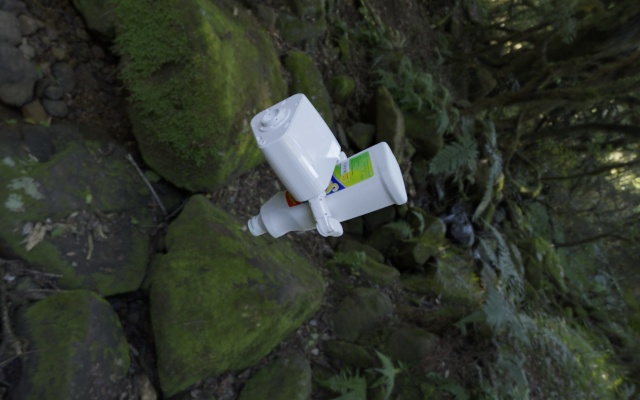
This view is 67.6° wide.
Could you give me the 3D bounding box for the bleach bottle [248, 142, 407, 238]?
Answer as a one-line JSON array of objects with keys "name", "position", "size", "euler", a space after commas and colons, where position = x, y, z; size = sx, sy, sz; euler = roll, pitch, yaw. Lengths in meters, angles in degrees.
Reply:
[{"name": "bleach bottle", "position": [0.000, 0.002, 0.731], "size": [0.251, 0.068, 0.102], "euler": [-23, 37, 17]}]
